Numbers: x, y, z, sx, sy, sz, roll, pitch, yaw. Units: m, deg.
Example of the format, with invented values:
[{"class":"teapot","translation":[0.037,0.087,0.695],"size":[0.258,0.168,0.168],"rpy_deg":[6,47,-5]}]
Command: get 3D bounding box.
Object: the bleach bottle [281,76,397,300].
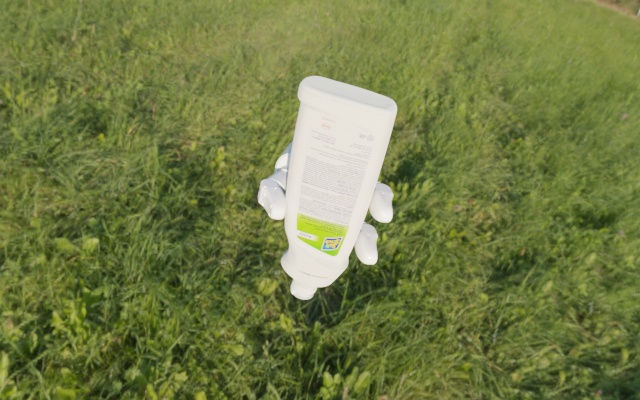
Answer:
[{"class":"bleach bottle","translation":[0.000,0.002,0.523],"size":[0.102,0.251,0.068],"rpy_deg":[18,28,3]}]
